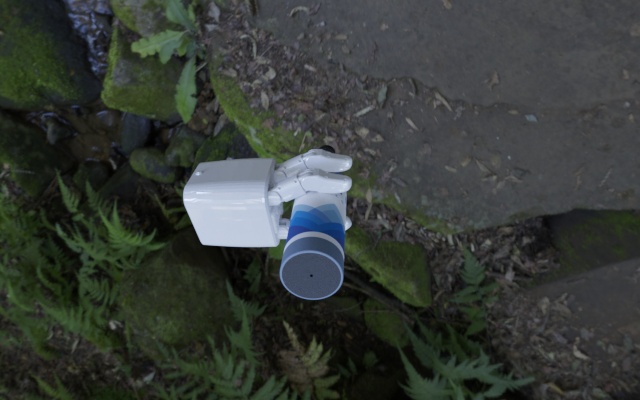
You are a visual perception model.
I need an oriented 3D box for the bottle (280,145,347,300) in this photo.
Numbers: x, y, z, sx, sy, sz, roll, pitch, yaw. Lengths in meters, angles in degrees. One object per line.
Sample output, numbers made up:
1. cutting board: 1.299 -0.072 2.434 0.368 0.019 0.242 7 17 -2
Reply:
1. bottle: 0.000 0.002 0.619 0.069 0.069 0.295 0 31 4
